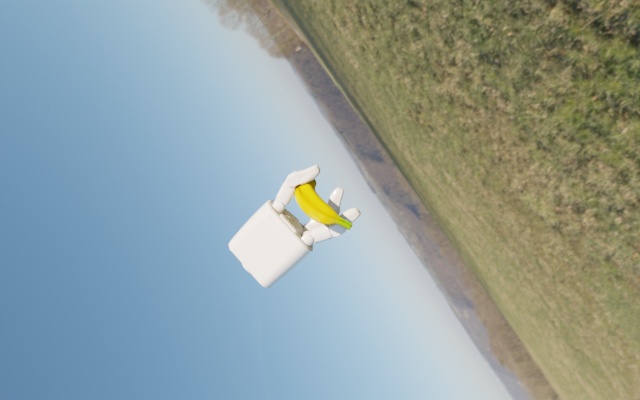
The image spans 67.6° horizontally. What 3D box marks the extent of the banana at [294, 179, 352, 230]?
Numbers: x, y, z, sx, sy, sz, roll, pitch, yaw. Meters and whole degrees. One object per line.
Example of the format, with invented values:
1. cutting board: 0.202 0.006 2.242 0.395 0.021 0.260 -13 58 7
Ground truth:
1. banana: -0.013 -0.004 0.813 0.070 0.037 0.197 28 14 -30
